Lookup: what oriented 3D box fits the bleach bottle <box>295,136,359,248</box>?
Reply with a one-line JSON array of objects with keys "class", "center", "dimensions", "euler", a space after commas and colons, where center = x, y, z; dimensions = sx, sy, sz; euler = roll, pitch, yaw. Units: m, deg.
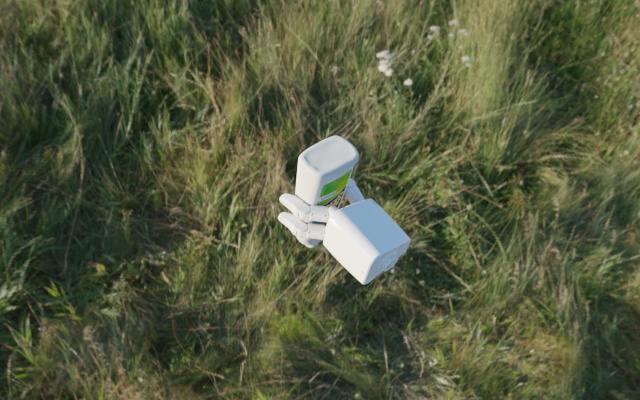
[{"class": "bleach bottle", "center": [0.000, 0.003, 0.872], "dimensions": [0.102, 0.068, 0.251], "euler": [-30, -29, -27]}]
